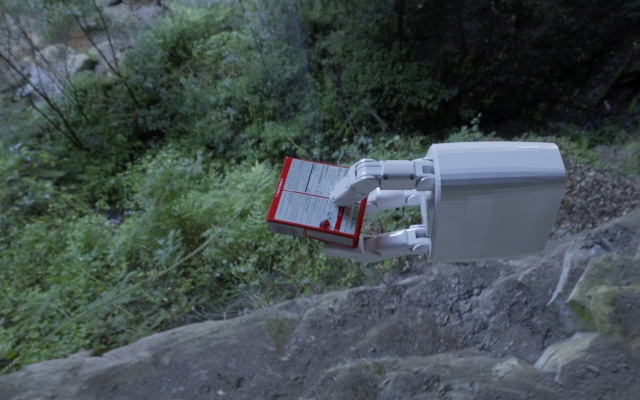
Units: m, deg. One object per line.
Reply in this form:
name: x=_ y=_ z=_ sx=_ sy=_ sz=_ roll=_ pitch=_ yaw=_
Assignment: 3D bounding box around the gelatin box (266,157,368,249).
gelatin box: x=0.000 y=0.001 z=0.463 sx=0.089 sy=0.073 sz=0.030 roll=11 pitch=-26 yaw=8
